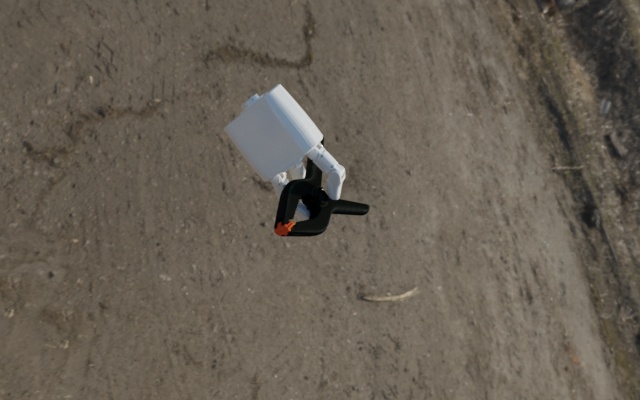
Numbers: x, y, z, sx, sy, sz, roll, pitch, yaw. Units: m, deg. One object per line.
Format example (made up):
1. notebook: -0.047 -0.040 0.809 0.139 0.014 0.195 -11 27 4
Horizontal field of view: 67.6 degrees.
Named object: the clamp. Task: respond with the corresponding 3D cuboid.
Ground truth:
1. clamp: 0.000 0.002 0.771 0.036 0.164 0.210 -28 18 41
